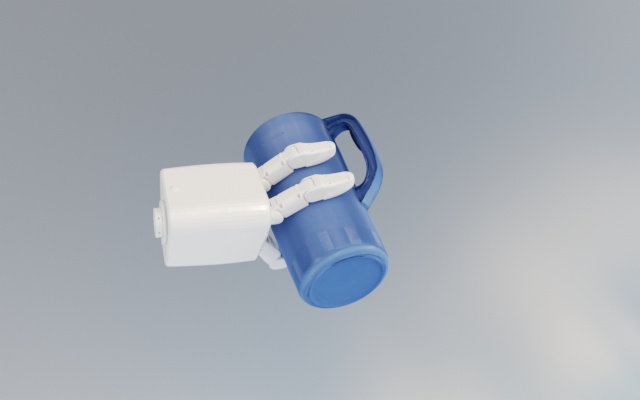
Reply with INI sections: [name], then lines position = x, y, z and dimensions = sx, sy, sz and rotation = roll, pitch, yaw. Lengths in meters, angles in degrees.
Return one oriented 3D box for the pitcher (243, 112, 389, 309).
[pitcher]
position = 0.000, 0.002, 0.597
dimensions = 0.145, 0.149, 0.242
rotation = -4, 44, -22
